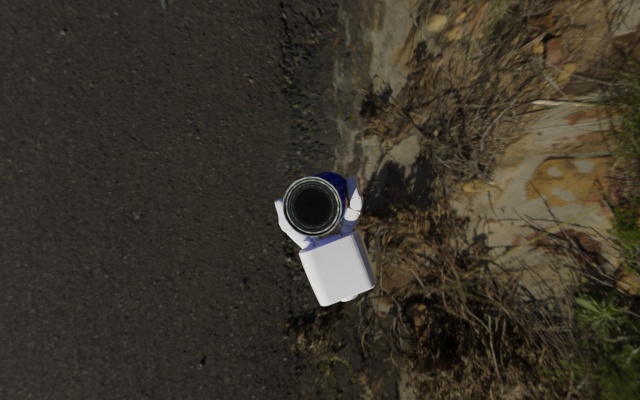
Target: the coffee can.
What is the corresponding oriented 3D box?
[{"bbox_3d":[0.000,0.003,0.861,0.103,0.103,0.140,0,7,12],"label":"coffee can"}]
